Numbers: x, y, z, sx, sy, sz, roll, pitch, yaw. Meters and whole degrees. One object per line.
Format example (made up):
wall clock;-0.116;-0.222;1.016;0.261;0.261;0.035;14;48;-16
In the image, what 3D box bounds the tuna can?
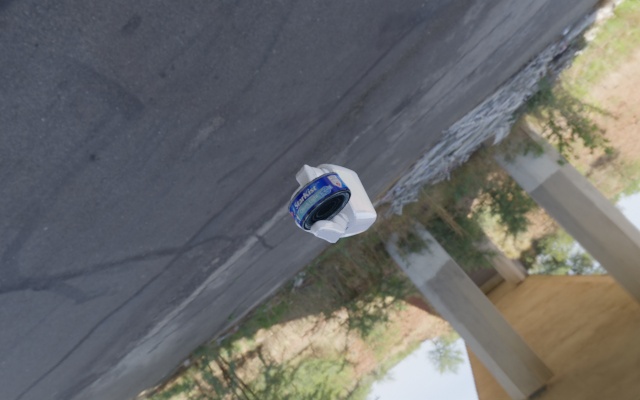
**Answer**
tuna can;0.000;0.003;0.653;0.086;0.033;0.086;-33;-20;-14
